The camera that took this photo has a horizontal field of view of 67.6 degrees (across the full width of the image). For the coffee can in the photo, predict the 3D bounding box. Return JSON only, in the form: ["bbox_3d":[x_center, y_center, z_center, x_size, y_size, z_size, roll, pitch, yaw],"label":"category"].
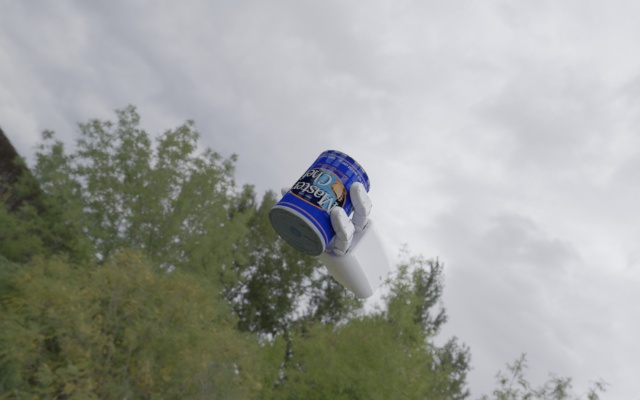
[{"bbox_3d":[0.000,0.002,0.758,0.103,0.103,0.140,0,42,49],"label":"coffee can"}]
